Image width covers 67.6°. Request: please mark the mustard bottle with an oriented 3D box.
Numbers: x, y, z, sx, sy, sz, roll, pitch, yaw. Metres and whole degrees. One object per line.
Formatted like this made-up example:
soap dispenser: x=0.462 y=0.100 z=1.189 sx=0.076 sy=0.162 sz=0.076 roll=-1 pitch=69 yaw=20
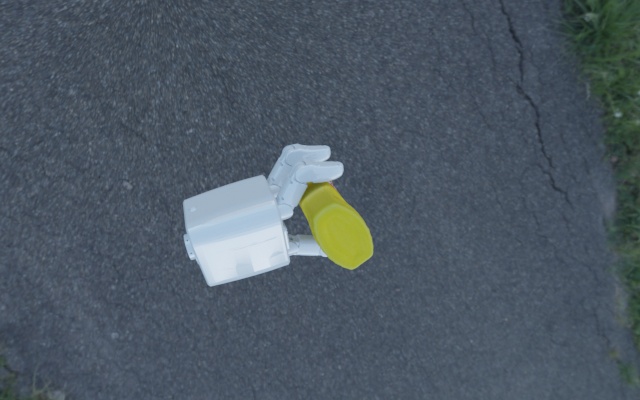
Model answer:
mustard bottle: x=0.000 y=0.002 z=0.609 sx=0.058 sy=0.096 sz=0.191 roll=-37 pitch=31 yaw=2
